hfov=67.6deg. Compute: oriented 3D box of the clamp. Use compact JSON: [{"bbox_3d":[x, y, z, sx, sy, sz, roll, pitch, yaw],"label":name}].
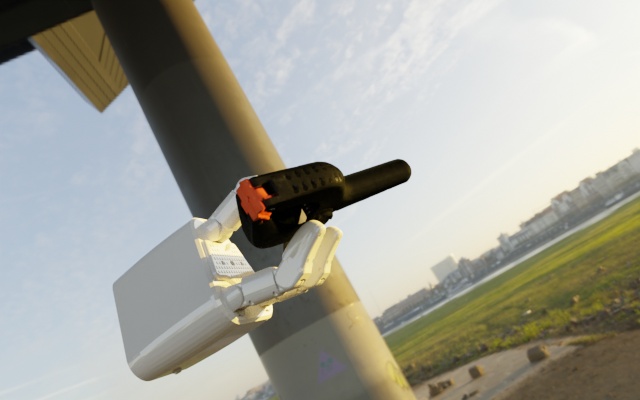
[{"bbox_3d":[-0.001,0.001,0.419,0.164,0.036,0.210,-38,-18,9],"label":"clamp"}]
